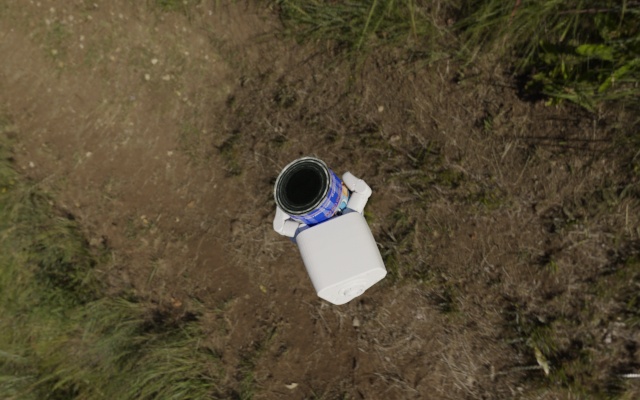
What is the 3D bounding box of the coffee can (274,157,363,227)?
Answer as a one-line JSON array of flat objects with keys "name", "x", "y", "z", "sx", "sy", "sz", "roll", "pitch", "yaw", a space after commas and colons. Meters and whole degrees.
[{"name": "coffee can", "x": 0.000, "y": 0.003, "z": 0.807, "sx": 0.103, "sy": 0.102, "sz": 0.140, "roll": 0, "pitch": -22, "yaw": 28}]
